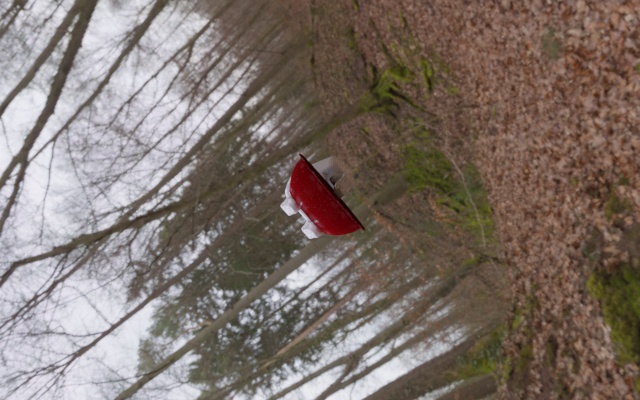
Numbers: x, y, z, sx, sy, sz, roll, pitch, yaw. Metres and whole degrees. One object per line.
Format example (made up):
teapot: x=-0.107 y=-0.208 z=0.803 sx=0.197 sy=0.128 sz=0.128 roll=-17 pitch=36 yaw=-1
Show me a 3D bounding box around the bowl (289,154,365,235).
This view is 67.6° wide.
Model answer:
bowl: x=0.000 y=0.003 z=0.765 sx=0.055 sy=0.162 sz=0.162 roll=-40 pitch=-3 yaw=3
